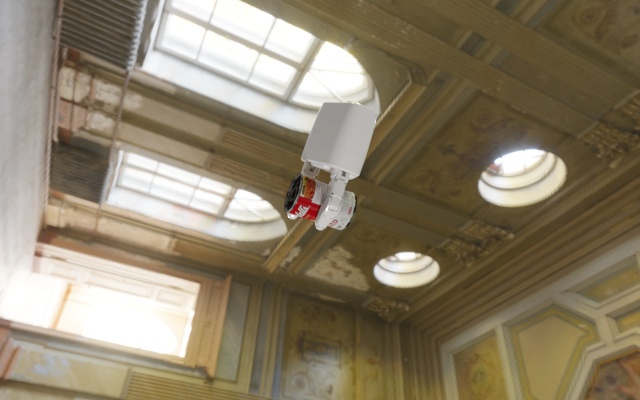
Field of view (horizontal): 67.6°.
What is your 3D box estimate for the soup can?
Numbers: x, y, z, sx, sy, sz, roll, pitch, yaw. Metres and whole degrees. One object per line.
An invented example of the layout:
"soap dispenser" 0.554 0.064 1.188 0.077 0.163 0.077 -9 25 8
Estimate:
"soup can" 0.000 0.003 0.783 0.102 0.068 0.068 19 -6 -19
